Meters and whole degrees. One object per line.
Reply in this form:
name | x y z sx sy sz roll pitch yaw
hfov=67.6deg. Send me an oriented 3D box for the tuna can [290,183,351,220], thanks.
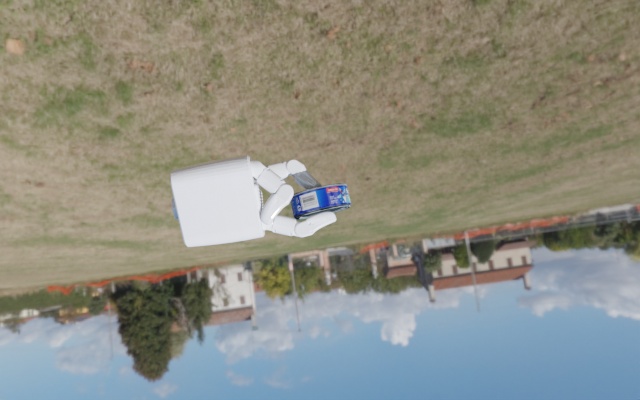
tuna can | 0.000 0.003 0.688 0.086 0.033 0.086 -13 -7 -2
